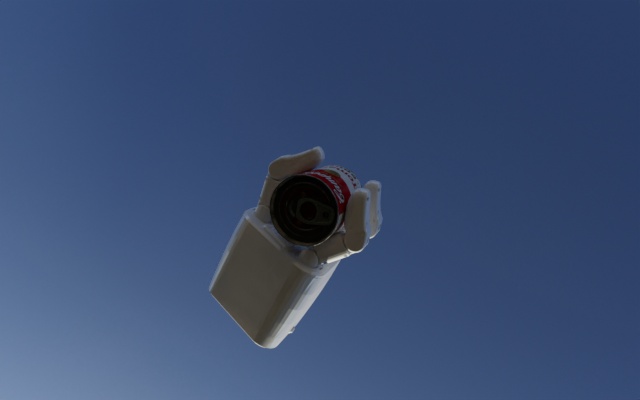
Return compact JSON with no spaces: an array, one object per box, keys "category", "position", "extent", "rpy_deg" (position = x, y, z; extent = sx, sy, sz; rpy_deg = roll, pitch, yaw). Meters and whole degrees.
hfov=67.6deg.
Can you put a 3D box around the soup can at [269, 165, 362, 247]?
[{"category":"soup can","position":[0.000,0.001,0.485],"extent":[0.068,0.068,0.102],"rpy_deg":[0,9,19]}]
